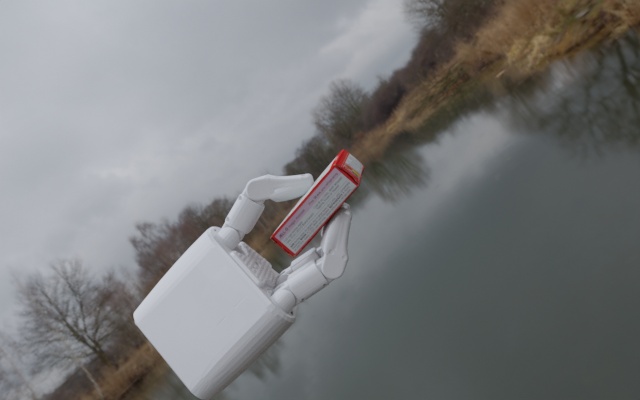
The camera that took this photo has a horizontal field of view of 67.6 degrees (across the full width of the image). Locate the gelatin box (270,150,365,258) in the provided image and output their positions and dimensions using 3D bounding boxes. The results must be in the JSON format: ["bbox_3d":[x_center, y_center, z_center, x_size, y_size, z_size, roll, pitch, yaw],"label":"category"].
[{"bbox_3d":[0.000,0.001,0.425,0.030,0.089,0.073,40,17,-3],"label":"gelatin box"}]
